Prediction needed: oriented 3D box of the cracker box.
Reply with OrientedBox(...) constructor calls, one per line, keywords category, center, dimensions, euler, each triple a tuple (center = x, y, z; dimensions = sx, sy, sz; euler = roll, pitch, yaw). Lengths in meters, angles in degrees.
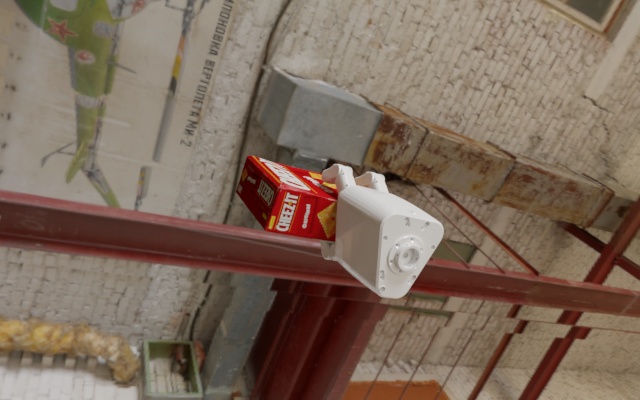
OrientedBox(category="cracker box", center=(0.000, 0.003, 0.718), dimensions=(0.214, 0.072, 0.164), euler=(12, 13, -28))
